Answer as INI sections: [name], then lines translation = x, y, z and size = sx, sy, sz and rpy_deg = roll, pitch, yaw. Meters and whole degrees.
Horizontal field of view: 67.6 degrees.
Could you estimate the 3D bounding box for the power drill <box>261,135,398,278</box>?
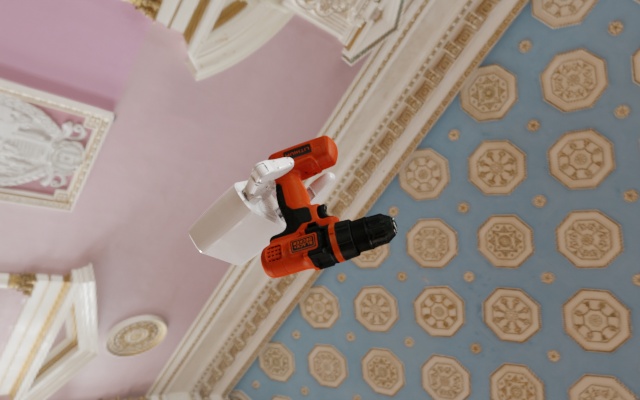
[power drill]
translation = 0.000, 0.002, 0.655
size = 0.184, 0.187, 0.057
rpy_deg = -17, -35, 11
